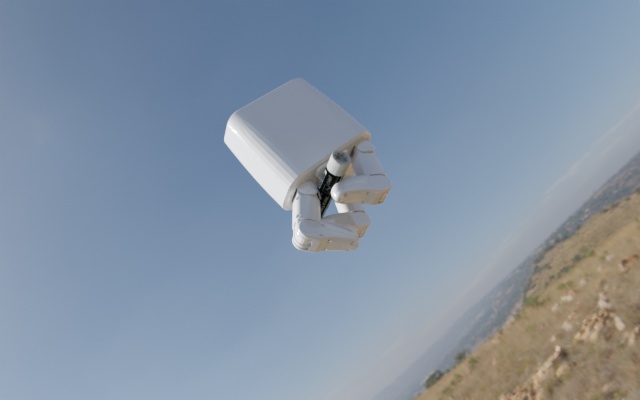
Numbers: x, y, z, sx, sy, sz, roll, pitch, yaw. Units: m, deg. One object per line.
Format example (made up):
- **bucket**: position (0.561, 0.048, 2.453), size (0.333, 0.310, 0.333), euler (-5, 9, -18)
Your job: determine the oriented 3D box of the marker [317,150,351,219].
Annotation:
- **marker**: position (0.000, 0.002, 0.465), size (0.020, 0.020, 0.121), euler (0, -42, -25)
